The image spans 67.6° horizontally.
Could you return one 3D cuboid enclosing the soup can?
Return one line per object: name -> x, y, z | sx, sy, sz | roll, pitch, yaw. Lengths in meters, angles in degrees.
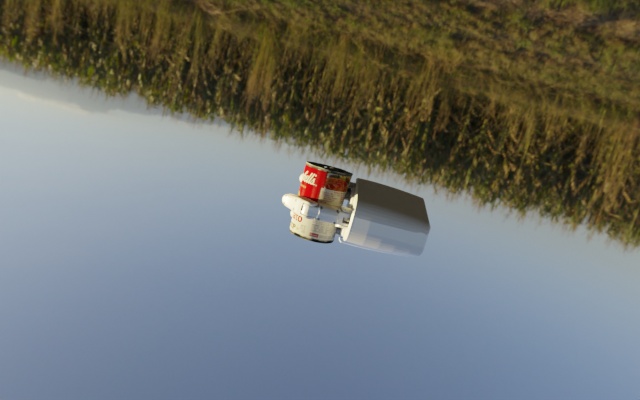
soup can -> 0.000, 0.002, 0.677 | 0.068, 0.102, 0.068 | 15, 9, -2
